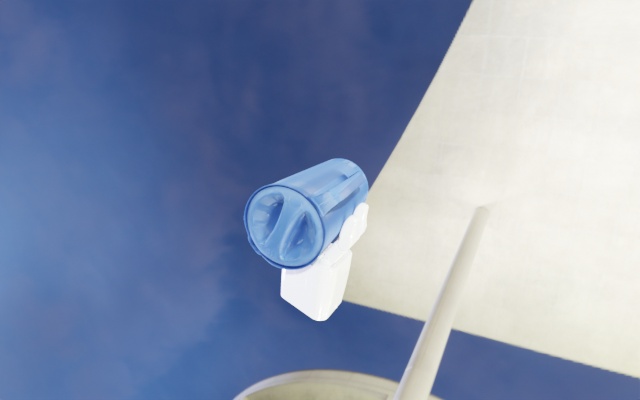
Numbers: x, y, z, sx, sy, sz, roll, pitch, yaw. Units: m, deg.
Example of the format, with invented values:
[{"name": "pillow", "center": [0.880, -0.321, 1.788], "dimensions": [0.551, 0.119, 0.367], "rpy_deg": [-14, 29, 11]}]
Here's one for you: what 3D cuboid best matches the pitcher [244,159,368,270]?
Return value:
[{"name": "pitcher", "center": [0.000, 0.003, 0.786], "dimensions": [0.149, 0.145, 0.242], "rpy_deg": [15, 24, 20]}]
